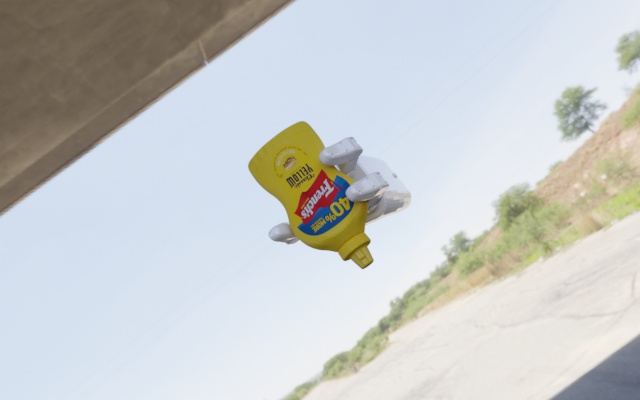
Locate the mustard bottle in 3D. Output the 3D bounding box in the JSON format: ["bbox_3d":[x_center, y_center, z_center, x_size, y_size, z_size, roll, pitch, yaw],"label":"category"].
[{"bbox_3d":[0.000,0.002,0.577,0.096,0.191,0.058,-38,-17,2],"label":"mustard bottle"}]
